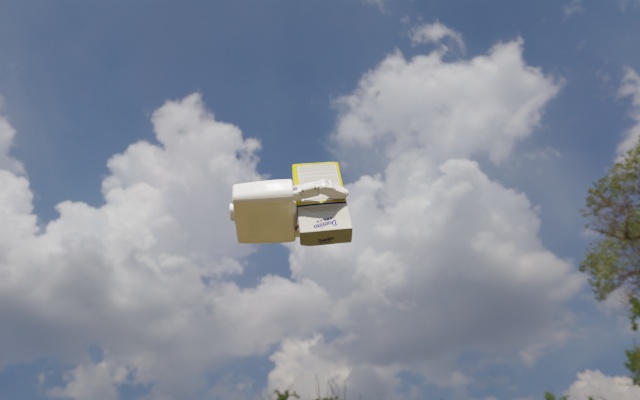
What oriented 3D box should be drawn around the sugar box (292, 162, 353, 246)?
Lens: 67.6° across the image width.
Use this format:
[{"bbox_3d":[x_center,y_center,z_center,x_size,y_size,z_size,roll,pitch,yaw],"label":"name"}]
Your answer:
[{"bbox_3d":[0.000,0.003,0.882,0.093,0.176,0.048,-4,-42,-4],"label":"sugar box"}]
